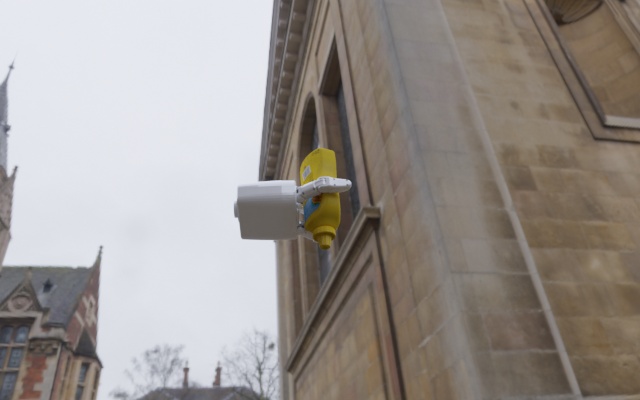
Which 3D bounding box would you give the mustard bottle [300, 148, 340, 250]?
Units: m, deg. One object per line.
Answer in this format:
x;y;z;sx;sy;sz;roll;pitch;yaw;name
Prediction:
0.000;0.003;0.886;0.058;0.191;0.096;13;-37;-25;mustard bottle
